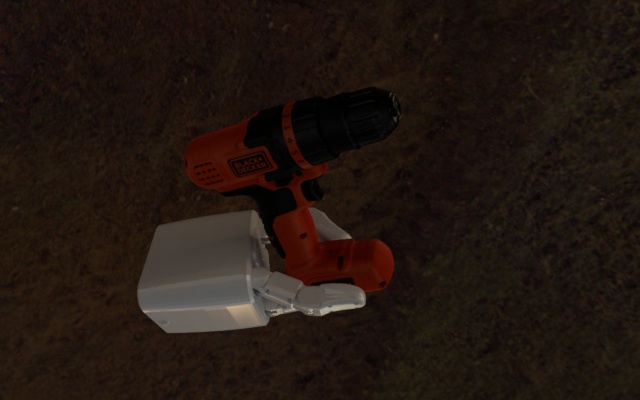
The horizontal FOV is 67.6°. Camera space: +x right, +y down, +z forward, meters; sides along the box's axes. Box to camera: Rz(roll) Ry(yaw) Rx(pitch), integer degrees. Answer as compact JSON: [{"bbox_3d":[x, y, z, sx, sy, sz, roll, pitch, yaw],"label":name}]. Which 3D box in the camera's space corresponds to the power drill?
[{"bbox_3d":[0.000,0.002,0.413,0.184,0.188,0.057,-11,35,24],"label":"power drill"}]
